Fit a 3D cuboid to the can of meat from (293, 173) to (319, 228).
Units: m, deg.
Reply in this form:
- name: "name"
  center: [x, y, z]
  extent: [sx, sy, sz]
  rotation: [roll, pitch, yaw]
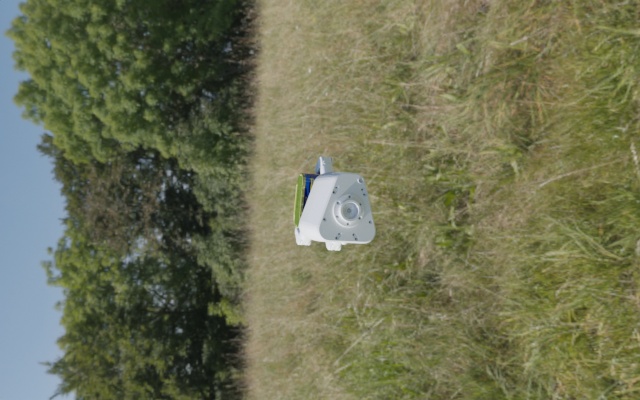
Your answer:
- name: "can of meat"
  center: [0.000, 0.003, 0.847]
  extent: [0.084, 0.102, 0.057]
  rotation: [4, 2, -15]
